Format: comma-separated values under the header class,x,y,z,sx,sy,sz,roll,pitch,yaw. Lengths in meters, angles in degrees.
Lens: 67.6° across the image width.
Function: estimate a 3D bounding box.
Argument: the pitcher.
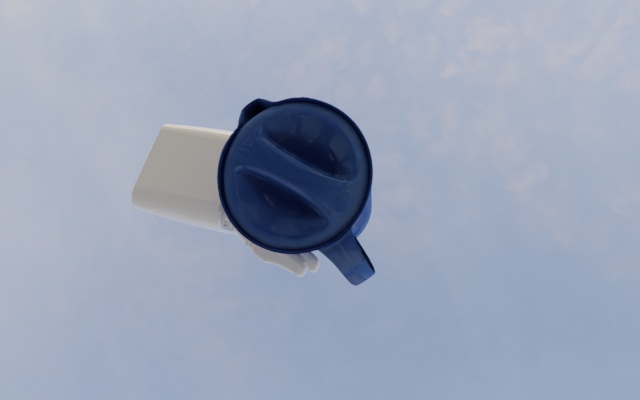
class,x,y,z,sx,sy,sz,roll,pitch,yaw
pitcher,0.000,0.002,0.507,0.145,0.149,0.243,10,-6,11
